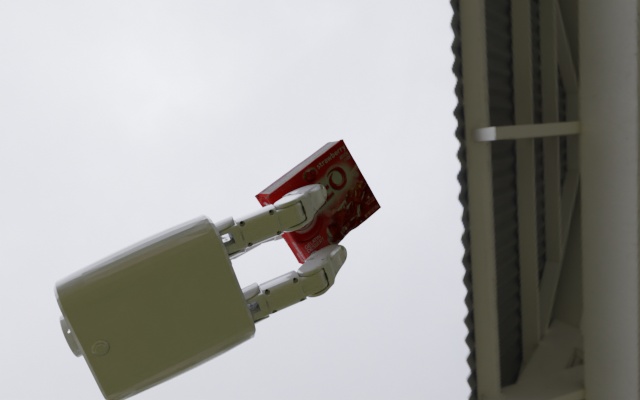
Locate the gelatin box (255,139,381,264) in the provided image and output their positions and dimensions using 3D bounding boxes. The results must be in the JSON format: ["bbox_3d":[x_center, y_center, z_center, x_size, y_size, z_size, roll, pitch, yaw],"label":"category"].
[{"bbox_3d":[0.000,0.001,0.414,0.089,0.073,0.030,-38,18,-23],"label":"gelatin box"}]
